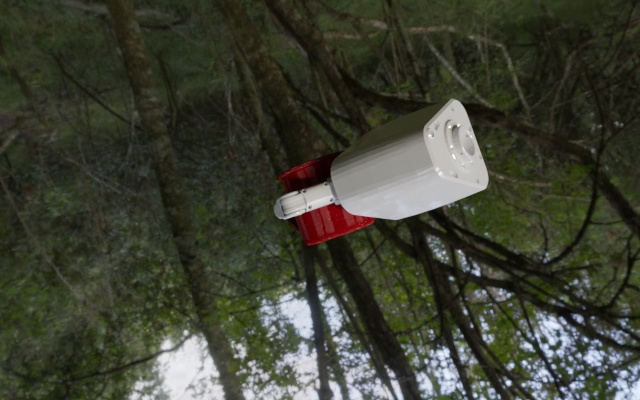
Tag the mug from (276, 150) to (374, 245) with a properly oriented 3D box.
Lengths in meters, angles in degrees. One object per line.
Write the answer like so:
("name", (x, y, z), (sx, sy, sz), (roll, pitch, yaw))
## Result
("mug", (-0.001, 0.002, 0.527), (0.117, 0.081, 0.093), (-21, -3, 41))
